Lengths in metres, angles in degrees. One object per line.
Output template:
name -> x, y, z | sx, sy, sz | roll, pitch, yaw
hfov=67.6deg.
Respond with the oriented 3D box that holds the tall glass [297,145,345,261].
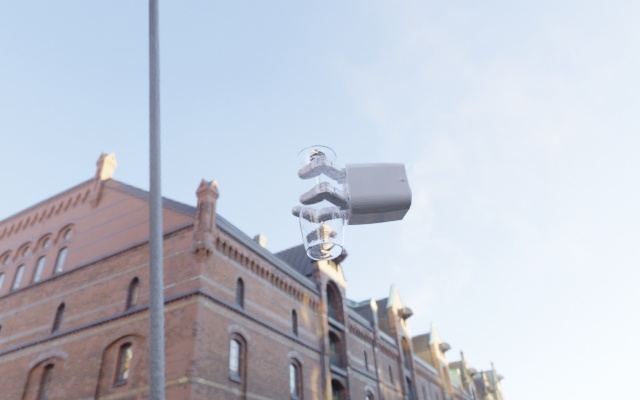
tall glass -> 0.000, 0.002, 0.837 | 0.079, 0.201, 0.079 | -3, -34, -2
